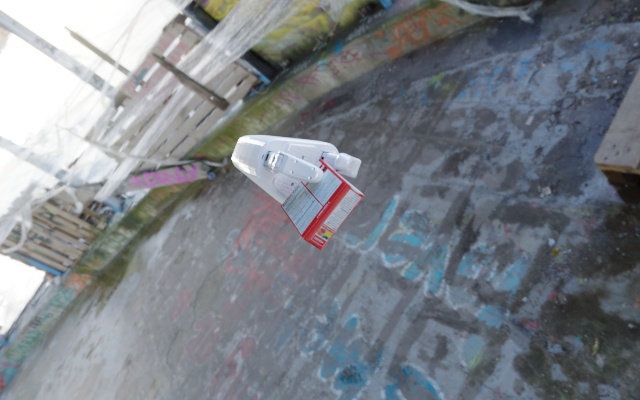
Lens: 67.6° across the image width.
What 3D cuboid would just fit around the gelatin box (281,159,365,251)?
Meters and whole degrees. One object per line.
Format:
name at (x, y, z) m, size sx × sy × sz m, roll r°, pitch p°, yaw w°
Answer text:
gelatin box at (0.000, 0.002, 0.518) m, size 0.030 × 0.073 × 0.089 m, roll 35°, pitch 6°, yaw -29°
